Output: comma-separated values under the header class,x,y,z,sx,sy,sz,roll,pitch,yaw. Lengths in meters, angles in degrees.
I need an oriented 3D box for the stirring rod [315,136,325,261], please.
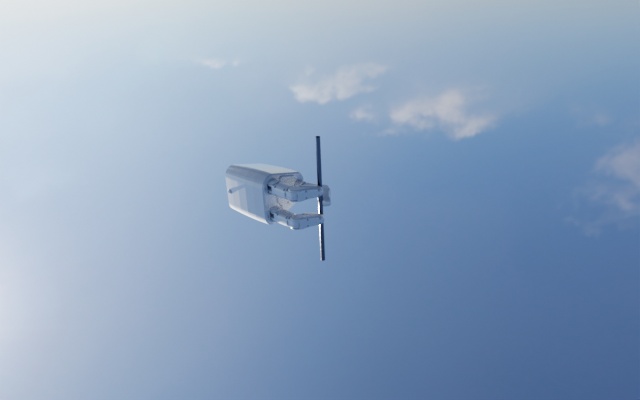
class,x,y,z,sx,sy,sz,roll,pitch,yaw
stirring rod,0.000,0.003,0.840,0.011,0.240,0.011,-2,26,1
